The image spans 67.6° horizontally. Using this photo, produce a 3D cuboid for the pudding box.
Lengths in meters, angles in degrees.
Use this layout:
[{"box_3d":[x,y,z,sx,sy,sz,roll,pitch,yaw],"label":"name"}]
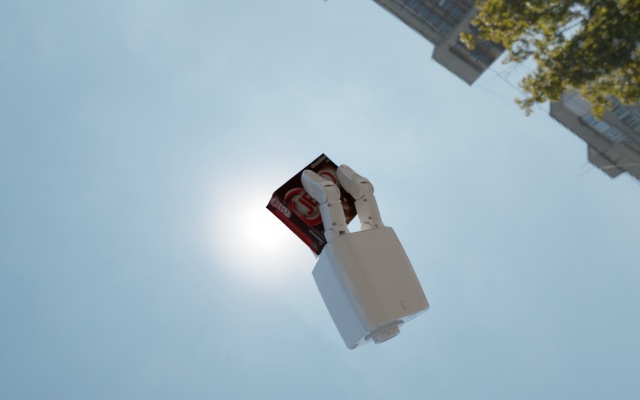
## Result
[{"box_3d":[0.000,0.002,0.597,0.113,0.090,0.039,-43,-7,-45],"label":"pudding box"}]
